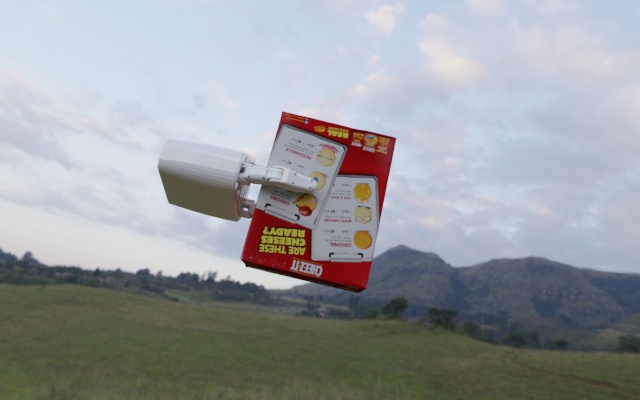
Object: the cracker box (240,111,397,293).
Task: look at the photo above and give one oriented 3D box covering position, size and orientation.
[{"bbox_3d":[0.000,0.002,0.650,0.164,0.213,0.072,13,-17,1],"label":"cracker box"}]
